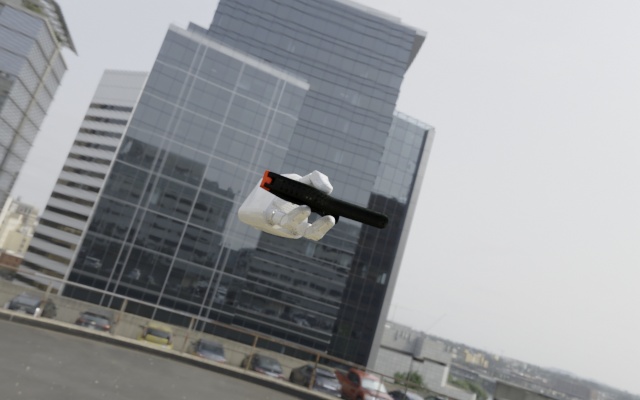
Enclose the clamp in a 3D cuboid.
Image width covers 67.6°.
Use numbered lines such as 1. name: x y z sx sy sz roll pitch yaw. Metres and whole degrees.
1. clamp: 0.000 0.002 0.793 0.210 0.036 0.164 25 -13 -34
